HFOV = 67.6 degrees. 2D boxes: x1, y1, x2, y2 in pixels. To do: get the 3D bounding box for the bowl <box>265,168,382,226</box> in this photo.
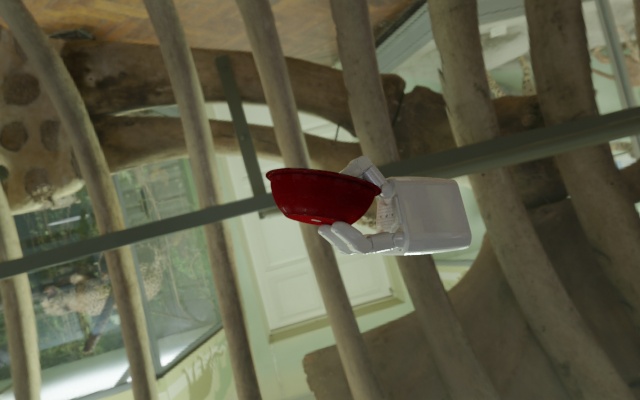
[{"bbox_3d":[-0.001,0.002,0.656,0.162,0.055,0.162,9,-9,1],"label":"bowl"}]
